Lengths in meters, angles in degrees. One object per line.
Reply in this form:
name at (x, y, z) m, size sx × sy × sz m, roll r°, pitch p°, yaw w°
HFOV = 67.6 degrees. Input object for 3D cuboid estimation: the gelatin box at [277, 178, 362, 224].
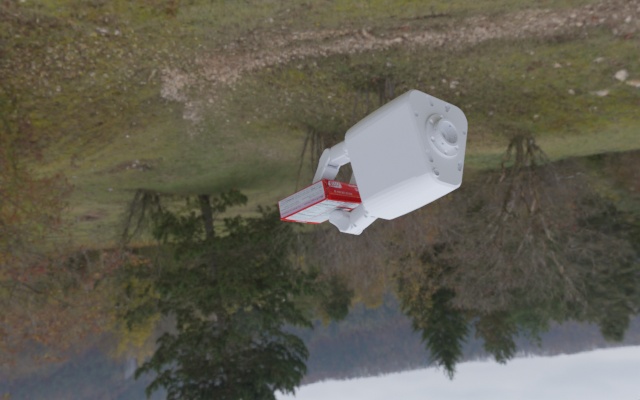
gelatin box at (0.000, 0.003, 0.629) m, size 0.089 × 0.030 × 0.073 m, roll -26°, pitch -22°, yaw 38°
